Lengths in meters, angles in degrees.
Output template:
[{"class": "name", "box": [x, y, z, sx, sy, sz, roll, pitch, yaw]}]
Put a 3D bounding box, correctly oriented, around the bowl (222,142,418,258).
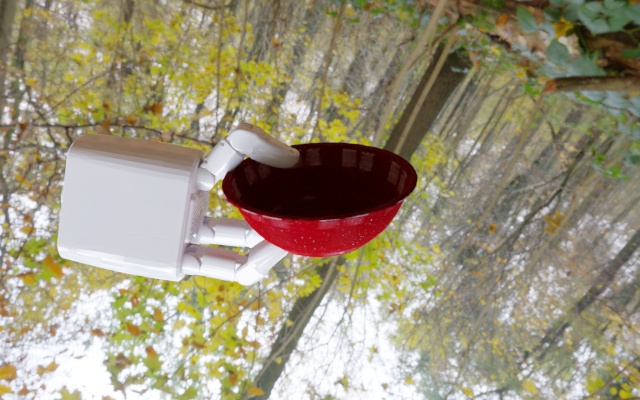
[{"class": "bowl", "box": [0.001, 0.002, 0.408, 0.162, 0.055, 0.162, -3, 26, 1]}]
